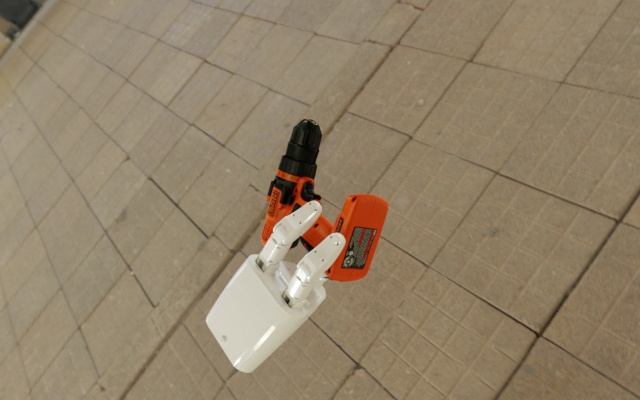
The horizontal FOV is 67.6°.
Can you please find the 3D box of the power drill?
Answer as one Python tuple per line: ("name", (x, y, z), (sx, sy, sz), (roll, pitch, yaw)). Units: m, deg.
("power drill", (0.000, 0.002, 0.592), (0.057, 0.184, 0.187), (6, 14, -35))
